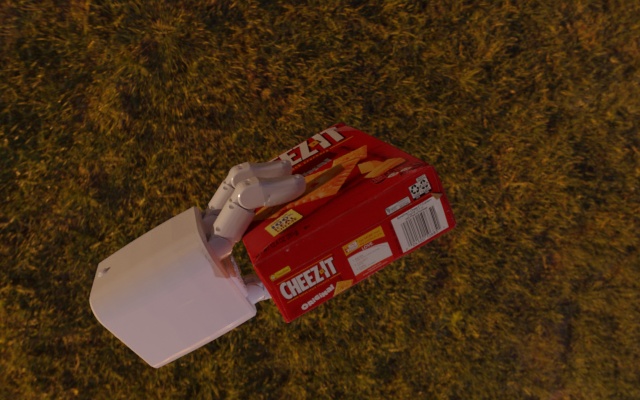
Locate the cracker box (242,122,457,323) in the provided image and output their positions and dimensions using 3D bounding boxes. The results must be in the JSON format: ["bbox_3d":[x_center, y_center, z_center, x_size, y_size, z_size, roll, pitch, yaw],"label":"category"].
[{"bbox_3d":[0.000,0.002,0.468,0.164,0.072,0.213,-29,25,-7],"label":"cracker box"}]
